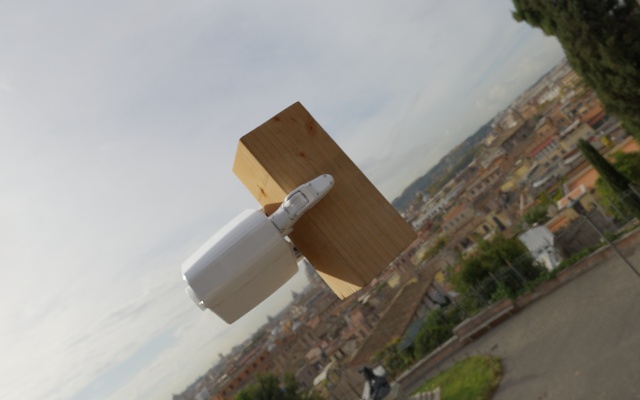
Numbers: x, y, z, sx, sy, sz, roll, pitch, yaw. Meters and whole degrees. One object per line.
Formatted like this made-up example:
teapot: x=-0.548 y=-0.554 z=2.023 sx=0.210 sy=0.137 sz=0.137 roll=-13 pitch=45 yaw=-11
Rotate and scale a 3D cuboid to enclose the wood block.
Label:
wood block: x=0.000 y=0.002 z=0.555 sx=0.090 sy=0.206 sz=0.091 roll=-38 pitch=-7 yaw=-26
